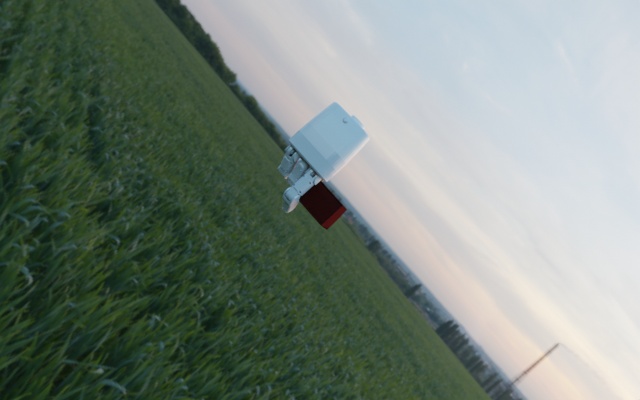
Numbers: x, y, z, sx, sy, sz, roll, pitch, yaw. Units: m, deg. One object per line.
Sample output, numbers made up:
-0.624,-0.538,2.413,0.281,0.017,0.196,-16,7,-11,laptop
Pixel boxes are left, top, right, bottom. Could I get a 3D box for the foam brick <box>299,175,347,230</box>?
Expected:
0.000,0.003,0.827,0.051,0.078,0.053,-42,-15,2,foam brick
